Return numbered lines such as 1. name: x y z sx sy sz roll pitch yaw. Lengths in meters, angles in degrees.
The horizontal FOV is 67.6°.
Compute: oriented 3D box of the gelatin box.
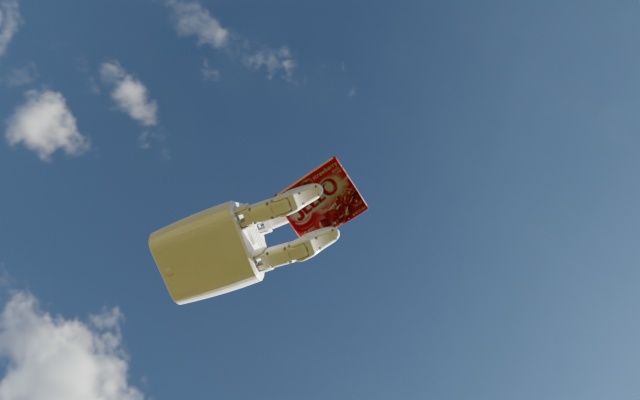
1. gelatin box: 0.000 0.002 0.568 0.089 0.073 0.030 -33 9 3
